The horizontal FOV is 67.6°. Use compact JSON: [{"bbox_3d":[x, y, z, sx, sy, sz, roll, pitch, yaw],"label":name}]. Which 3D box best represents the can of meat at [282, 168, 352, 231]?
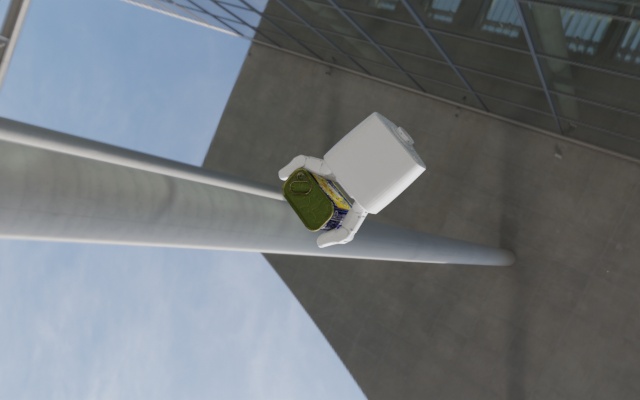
[{"bbox_3d":[0.000,0.003,0.762,0.057,0.102,0.084,-47,-27,18],"label":"can of meat"}]
